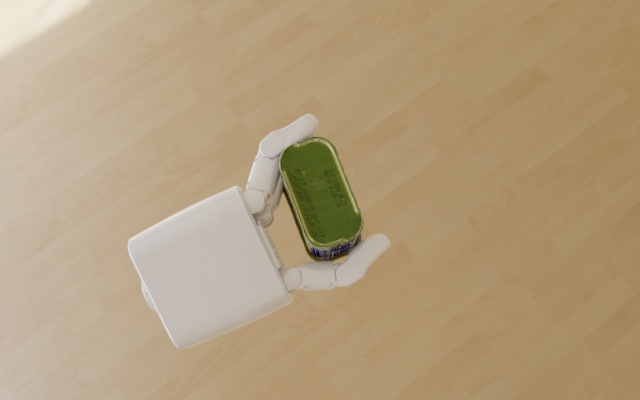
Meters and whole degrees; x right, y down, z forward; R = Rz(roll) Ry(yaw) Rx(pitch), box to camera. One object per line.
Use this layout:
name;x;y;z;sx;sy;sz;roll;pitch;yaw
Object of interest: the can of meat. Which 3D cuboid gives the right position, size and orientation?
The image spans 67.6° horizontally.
can of meat;0.000;0.001;0.435;0.057;0.102;0.084;-21;-12;-4
